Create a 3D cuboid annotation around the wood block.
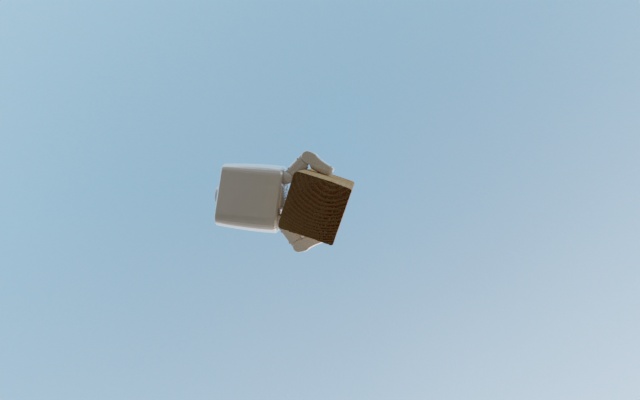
[{"bbox_3d":[0.000,0.002,0.796,0.090,0.091,0.206,18,7,3],"label":"wood block"}]
